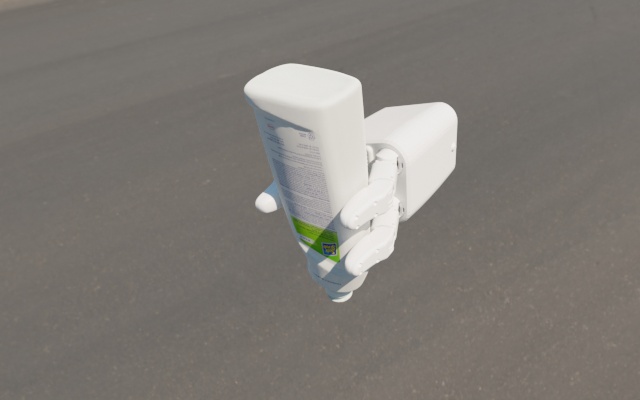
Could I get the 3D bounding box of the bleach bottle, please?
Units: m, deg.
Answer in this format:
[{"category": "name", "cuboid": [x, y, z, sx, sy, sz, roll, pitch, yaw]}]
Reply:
[{"category": "bleach bottle", "cuboid": [0.000, 0.002, 0.469, 0.102, 0.251, 0.068, 23, 47, 35]}]
